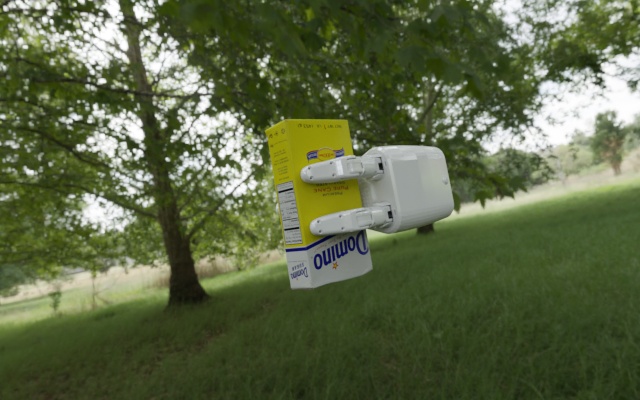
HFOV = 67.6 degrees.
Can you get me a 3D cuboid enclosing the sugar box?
[{"bbox_3d":[0.001,0.002,0.524,0.093,0.176,0.048,-9,-5,-40],"label":"sugar box"}]
